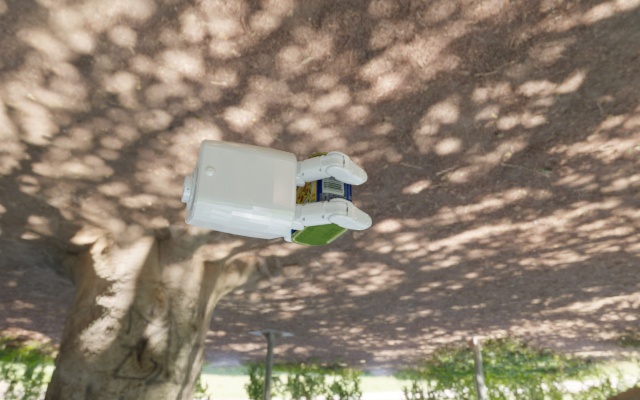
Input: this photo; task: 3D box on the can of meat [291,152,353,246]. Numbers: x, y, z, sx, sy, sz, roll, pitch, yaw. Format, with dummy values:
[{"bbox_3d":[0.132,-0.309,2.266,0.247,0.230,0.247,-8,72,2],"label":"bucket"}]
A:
[{"bbox_3d":[0.000,0.002,0.590,0.057,0.084,0.102,11,-27,-21],"label":"can of meat"}]
